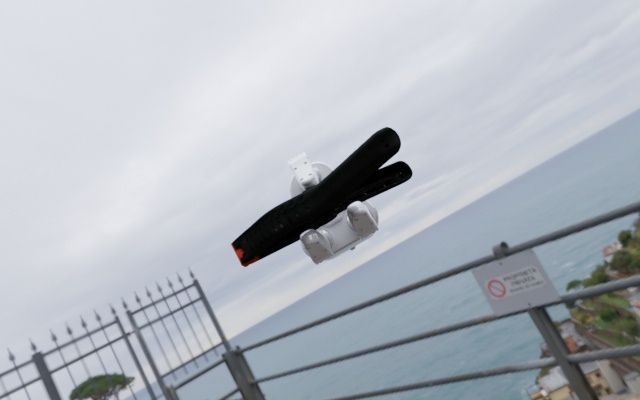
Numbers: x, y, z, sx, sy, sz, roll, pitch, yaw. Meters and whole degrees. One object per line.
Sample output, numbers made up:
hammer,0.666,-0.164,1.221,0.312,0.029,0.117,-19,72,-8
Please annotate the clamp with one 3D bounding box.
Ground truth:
clamp,-0.001,0.001,0.475,0.210,0.036,0.164,-30,-14,2
